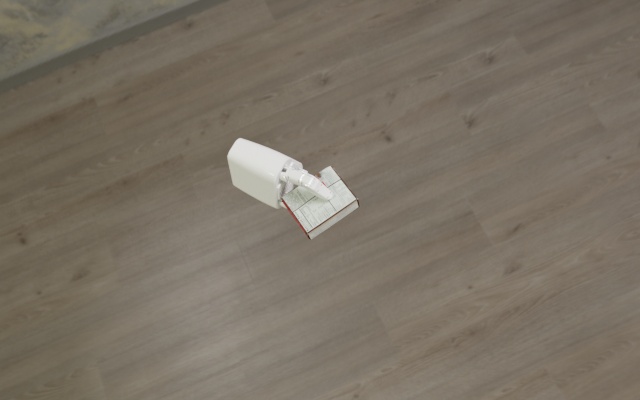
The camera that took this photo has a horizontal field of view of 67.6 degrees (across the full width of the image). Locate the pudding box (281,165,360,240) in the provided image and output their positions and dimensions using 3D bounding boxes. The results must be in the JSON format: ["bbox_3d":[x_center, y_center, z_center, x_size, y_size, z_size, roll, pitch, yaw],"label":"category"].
[{"bbox_3d":[0.000,0.003,0.857,0.113,0.090,0.039,-34,-23,-4],"label":"pudding box"}]
